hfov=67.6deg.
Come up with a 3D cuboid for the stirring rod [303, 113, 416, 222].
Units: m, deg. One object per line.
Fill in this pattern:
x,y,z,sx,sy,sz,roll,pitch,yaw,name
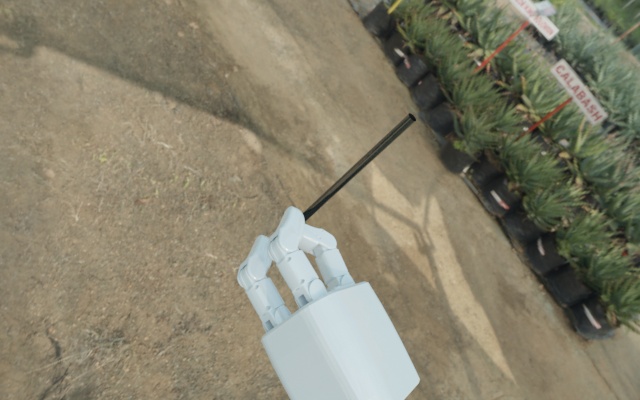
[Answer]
0.000,0.002,0.440,0.011,0.011,0.240,0,-33,-45,stirring rod
